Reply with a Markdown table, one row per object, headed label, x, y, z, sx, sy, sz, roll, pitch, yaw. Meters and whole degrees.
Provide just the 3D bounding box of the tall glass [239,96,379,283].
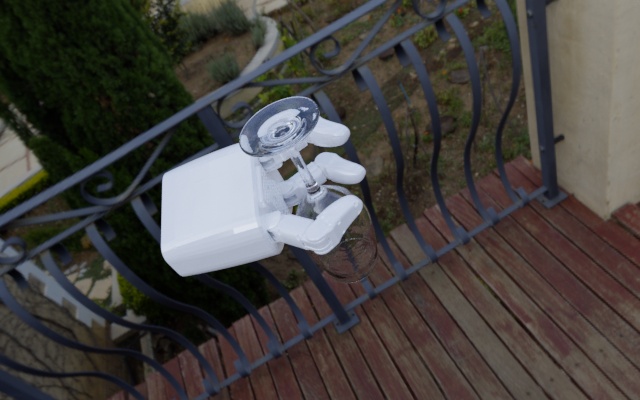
| label | x | y | z | sx | sy | sz | roll | pitch | yaw |
| --- | --- | --- | --- | --- | --- | --- | --- | --- | --- |
| tall glass | 0.000 | 0.001 | 0.466 | 0.079 | 0.079 | 0.201 | 0 | -41 | 29 |
